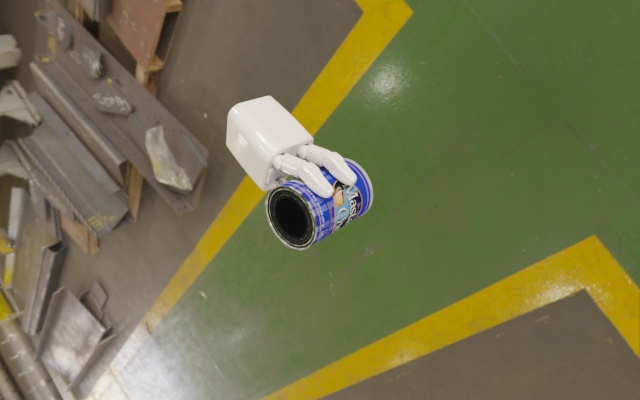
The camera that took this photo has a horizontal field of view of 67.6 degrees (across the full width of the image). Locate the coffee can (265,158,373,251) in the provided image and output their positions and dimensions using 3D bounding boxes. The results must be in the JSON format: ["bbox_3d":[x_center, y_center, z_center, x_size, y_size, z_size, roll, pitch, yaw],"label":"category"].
[{"bbox_3d":[0.000,0.003,0.740,0.103,0.103,0.140,0,20,43],"label":"coffee can"}]
